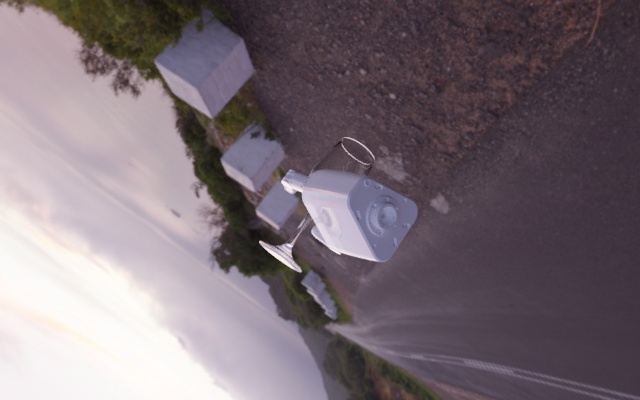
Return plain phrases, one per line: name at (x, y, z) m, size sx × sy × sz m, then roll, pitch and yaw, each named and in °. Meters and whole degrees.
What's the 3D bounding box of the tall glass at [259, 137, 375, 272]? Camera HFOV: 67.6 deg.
tall glass at (0.000, 0.003, 0.701) m, size 0.079 × 0.201 × 0.079 m, roll 33°, pitch -15°, yaw 10°
